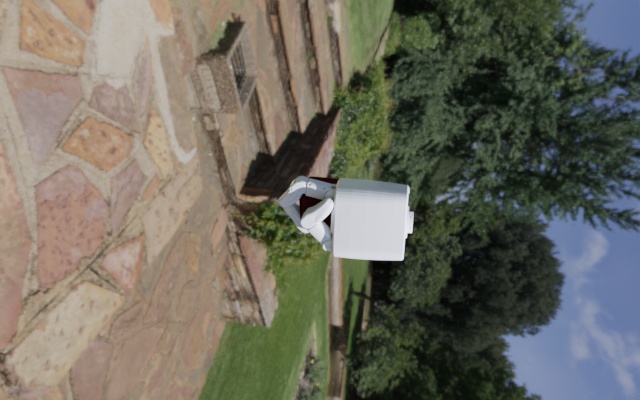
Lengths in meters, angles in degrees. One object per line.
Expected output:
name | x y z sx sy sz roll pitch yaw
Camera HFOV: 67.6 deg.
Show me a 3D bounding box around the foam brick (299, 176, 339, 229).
foam brick | 0.000 0.002 0.760 0.051 0.053 0.078 4 30 10
